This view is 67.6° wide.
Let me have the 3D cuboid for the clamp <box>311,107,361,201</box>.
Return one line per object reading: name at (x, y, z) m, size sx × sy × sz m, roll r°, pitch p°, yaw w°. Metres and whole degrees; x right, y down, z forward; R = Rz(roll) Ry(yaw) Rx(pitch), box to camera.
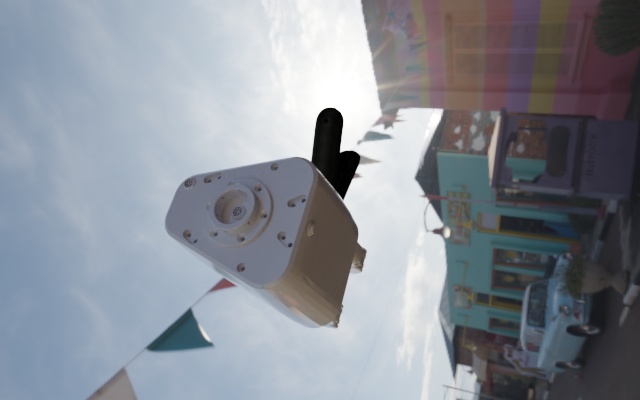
clamp at (-0.001, 0.002, 0.449) m, size 0.039 × 0.171 × 0.120 m, roll 8°, pitch -22°, yaw 21°
